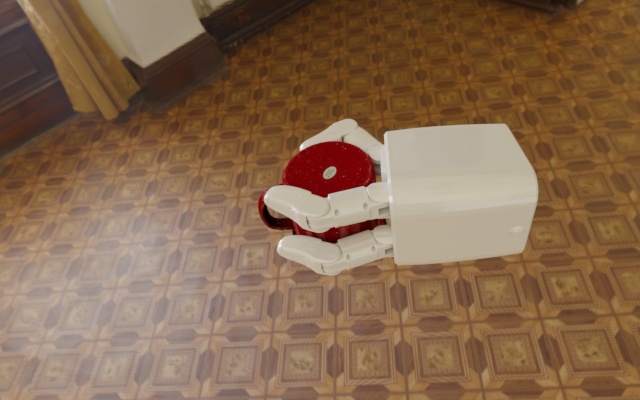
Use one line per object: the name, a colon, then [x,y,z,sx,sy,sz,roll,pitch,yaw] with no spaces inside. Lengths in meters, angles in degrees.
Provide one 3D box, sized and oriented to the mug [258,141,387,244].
mug: [-0.001,0.001,0.440,0.117,0.093,0.082,-5,-42,7]
